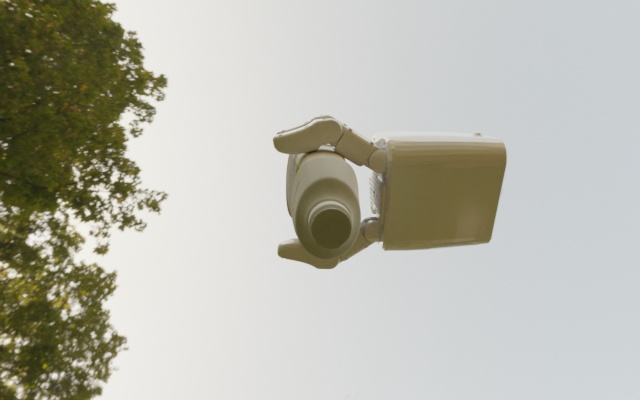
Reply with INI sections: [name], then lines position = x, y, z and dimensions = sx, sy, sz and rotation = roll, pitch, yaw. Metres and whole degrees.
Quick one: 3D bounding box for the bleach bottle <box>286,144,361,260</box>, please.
[bleach bottle]
position = 0.000, 0.001, 0.447
dimensions = 0.068, 0.102, 0.250
rotation = 0, 12, -3
